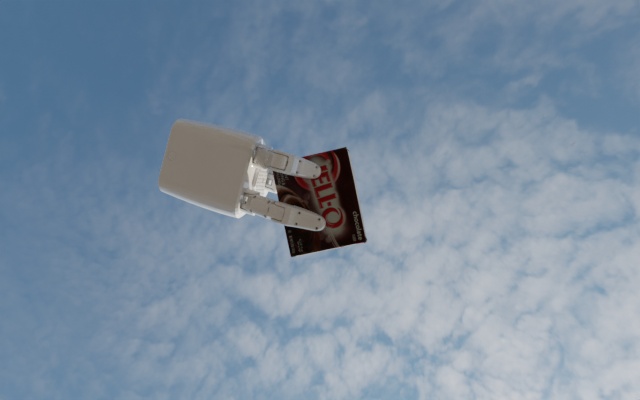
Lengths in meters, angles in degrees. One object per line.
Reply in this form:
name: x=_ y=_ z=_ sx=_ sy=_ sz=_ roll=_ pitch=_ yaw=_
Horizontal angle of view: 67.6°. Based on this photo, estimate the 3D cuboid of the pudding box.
pudding box: x=0.000 y=0.002 z=0.556 sx=0.090 sy=0.113 sz=0.039 roll=-12 pitch=0 yaw=10
